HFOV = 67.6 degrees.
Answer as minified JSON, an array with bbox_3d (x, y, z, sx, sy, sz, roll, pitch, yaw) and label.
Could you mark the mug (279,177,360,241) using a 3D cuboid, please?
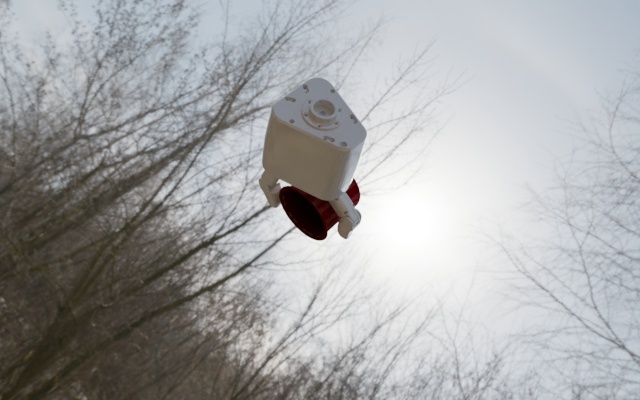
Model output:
[{"bbox_3d":[0.000,0.003,0.689,0.081,0.093,0.117,-40,-15,-28],"label":"mug"}]
